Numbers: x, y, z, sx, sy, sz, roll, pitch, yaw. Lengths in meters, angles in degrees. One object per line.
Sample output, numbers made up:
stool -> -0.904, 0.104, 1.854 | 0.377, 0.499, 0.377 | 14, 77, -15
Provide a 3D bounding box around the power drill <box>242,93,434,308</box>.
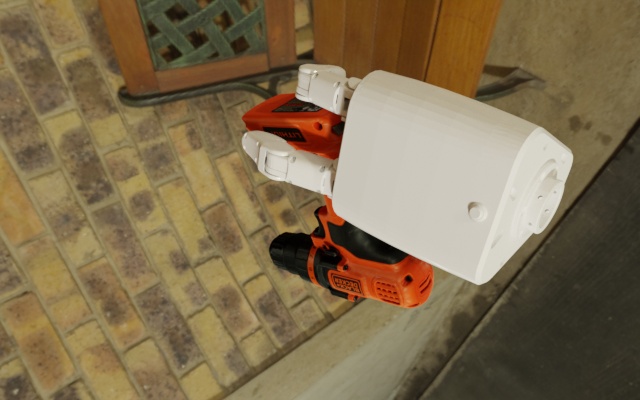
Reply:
power drill -> 0.000, 0.001, 0.419 | 0.184, 0.188, 0.057 | 6, 37, 41
